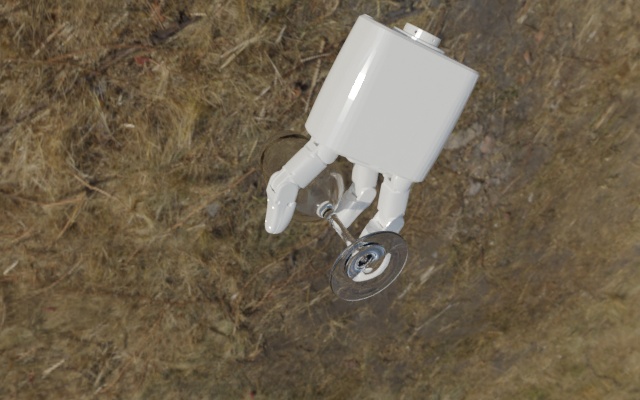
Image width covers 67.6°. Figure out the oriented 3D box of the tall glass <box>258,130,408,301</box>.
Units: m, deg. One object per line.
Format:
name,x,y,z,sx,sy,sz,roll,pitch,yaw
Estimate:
tall glass,0.000,0.002,0.469,0.079,0.079,0.201,0,33,-30
